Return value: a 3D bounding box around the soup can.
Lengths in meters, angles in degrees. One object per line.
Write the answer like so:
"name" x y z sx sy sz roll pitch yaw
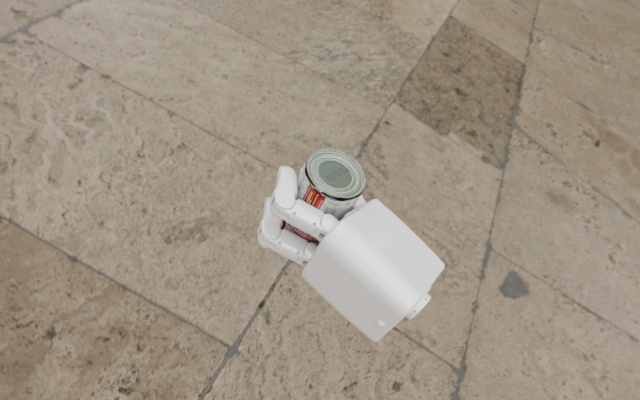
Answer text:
"soup can" 0.000 0.001 0.516 0.068 0.068 0.102 0 -36 -23
